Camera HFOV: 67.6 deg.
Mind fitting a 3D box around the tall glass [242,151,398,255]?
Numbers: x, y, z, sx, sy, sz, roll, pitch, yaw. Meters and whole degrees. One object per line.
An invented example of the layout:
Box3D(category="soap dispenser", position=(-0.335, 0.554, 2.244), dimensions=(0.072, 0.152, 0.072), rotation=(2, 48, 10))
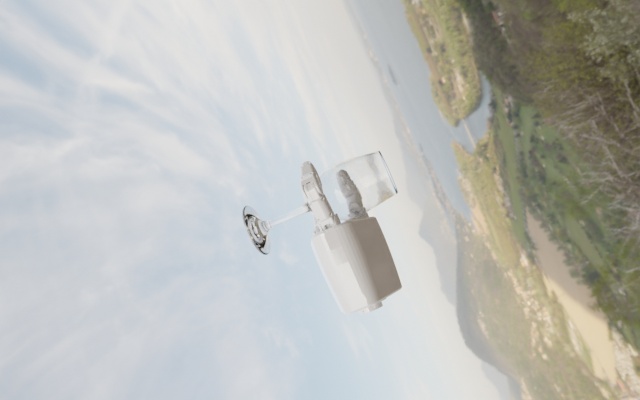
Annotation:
Box3D(category="tall glass", position=(-0.001, 0.002, 0.644), dimensions=(0.201, 0.079, 0.079), rotation=(-24, -5, 11))
